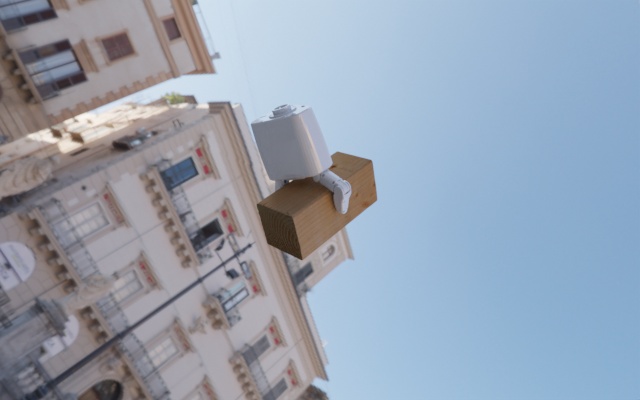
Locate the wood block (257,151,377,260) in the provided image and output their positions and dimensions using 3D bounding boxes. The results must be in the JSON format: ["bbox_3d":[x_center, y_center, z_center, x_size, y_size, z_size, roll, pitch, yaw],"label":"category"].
[{"bbox_3d":[0.000,0.002,0.844,0.091,0.090,0.206,19,43,40],"label":"wood block"}]
